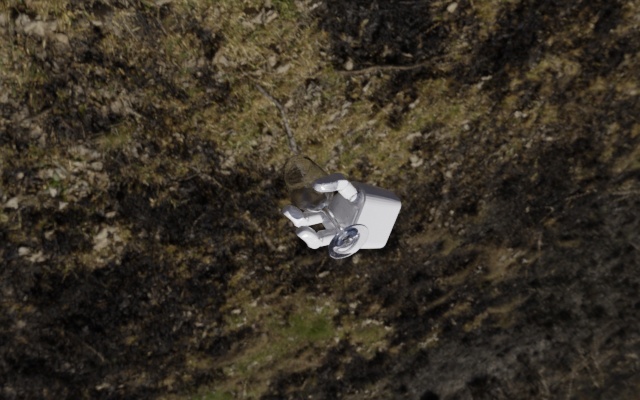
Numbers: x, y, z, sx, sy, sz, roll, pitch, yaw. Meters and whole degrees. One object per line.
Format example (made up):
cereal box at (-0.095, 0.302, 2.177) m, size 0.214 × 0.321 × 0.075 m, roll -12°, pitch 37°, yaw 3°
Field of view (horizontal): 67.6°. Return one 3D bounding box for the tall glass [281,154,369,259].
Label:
tall glass at (0.000, 0.003, 0.818) m, size 0.079 × 0.079 × 0.201 m, roll 0°, pitch 39°, yaw -36°
